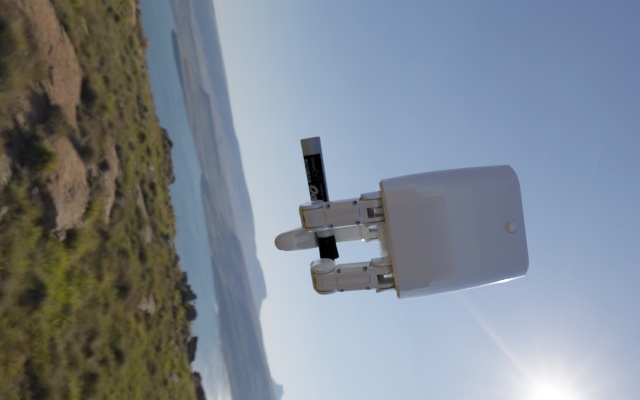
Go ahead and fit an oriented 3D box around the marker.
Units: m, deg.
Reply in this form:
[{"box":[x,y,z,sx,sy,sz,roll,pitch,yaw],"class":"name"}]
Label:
[{"box":[0.000,0.001,0.446,0.020,0.121,0.020,-9,7,1],"class":"marker"}]
